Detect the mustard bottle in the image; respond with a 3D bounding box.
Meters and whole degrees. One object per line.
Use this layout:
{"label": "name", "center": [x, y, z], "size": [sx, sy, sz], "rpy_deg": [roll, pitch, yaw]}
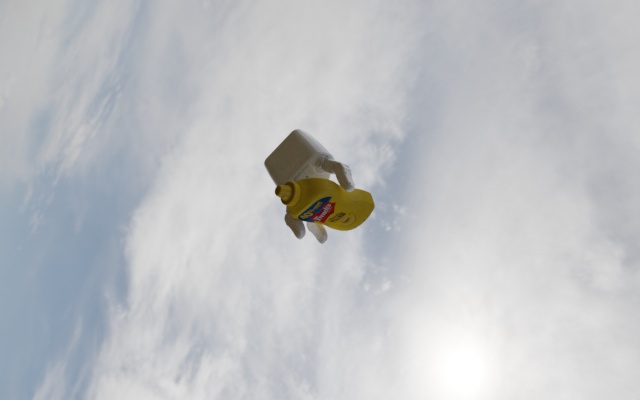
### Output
{"label": "mustard bottle", "center": [0.000, 0.003, 0.841], "size": [0.192, 0.058, 0.096], "rpy_deg": [16, -42, -40]}
